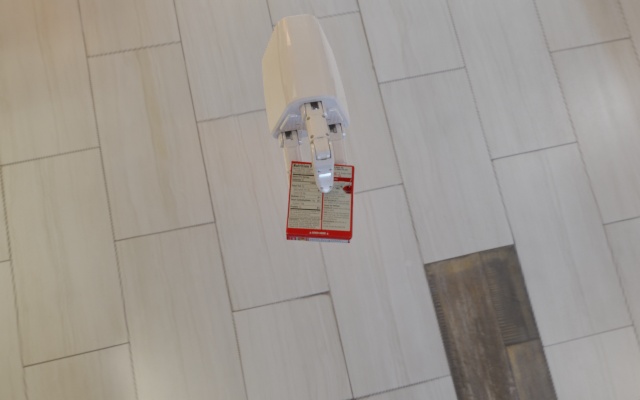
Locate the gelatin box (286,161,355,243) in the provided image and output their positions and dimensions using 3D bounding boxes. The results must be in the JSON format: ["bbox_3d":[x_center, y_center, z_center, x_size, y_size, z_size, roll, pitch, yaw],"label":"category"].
[{"bbox_3d":[0.000,0.002,0.541,0.073,0.089,0.030,3,-18,-1],"label":"gelatin box"}]
